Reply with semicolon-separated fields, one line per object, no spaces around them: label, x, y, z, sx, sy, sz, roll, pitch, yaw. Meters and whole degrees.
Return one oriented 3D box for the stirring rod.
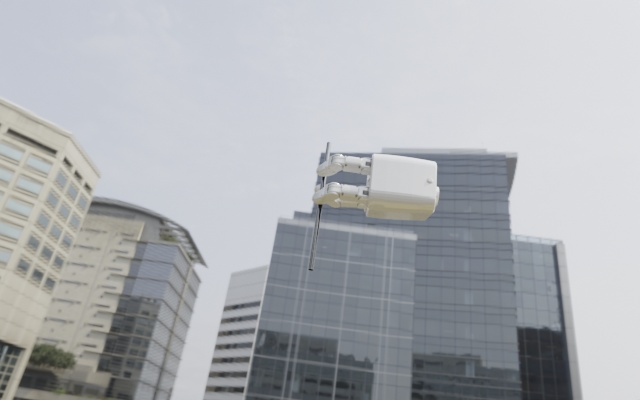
stirring rod;0.000;0.003;0.800;0.011;0.239;0.011;6;-28;3
